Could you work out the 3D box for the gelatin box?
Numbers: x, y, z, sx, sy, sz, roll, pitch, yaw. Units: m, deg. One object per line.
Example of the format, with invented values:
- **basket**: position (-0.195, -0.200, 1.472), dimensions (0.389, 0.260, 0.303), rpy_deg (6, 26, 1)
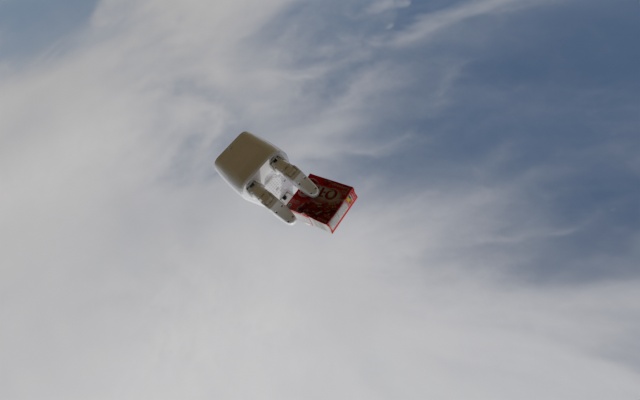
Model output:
- **gelatin box**: position (0.001, 0.003, 0.730), dimensions (0.089, 0.073, 0.030), rpy_deg (21, -25, 36)
